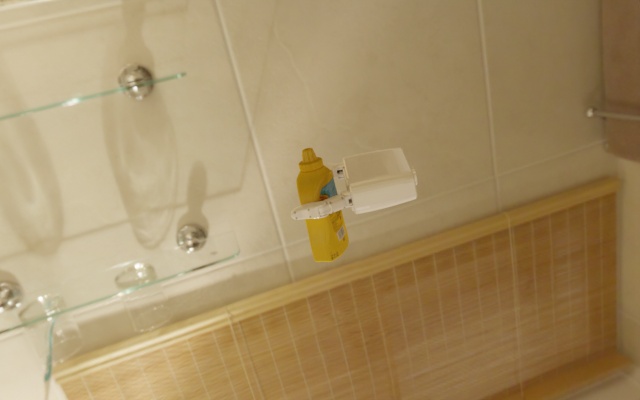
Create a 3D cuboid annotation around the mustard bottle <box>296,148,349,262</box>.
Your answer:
[{"bbox_3d":[0.000,0.003,0.821,0.058,0.192,0.096,-3,22,26],"label":"mustard bottle"}]
